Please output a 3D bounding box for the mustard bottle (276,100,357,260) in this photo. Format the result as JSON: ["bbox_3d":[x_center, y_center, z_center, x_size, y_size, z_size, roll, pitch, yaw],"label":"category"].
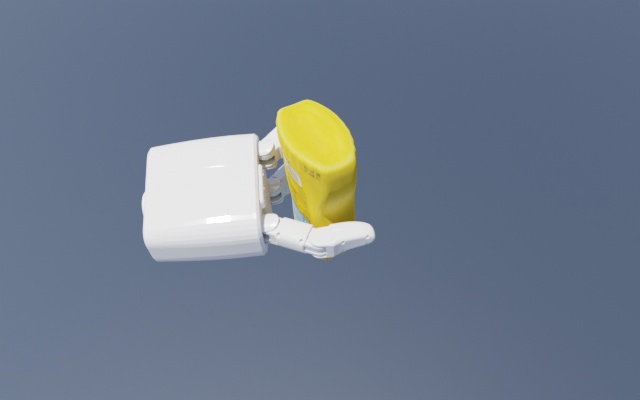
[{"bbox_3d":[0.000,0.001,0.479,0.058,0.096,0.192,-25,-37,-16],"label":"mustard bottle"}]
